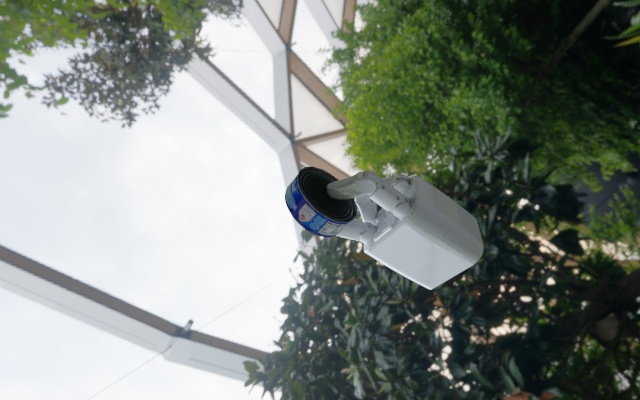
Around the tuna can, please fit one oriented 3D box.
[{"bbox_3d":[0.000,0.002,0.571,0.086,0.086,0.034,0,-40,-48],"label":"tuna can"}]
